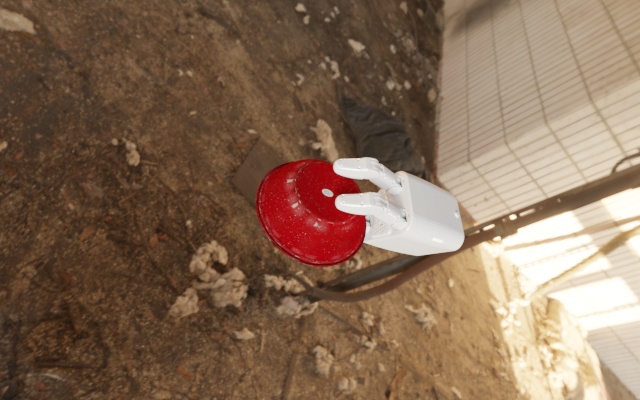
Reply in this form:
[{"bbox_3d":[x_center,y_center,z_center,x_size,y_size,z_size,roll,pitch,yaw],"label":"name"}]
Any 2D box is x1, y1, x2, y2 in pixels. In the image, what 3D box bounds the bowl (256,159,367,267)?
[{"bbox_3d":[-0.001,0.002,0.622,0.162,0.162,0.055,0,-30,-27],"label":"bowl"}]
